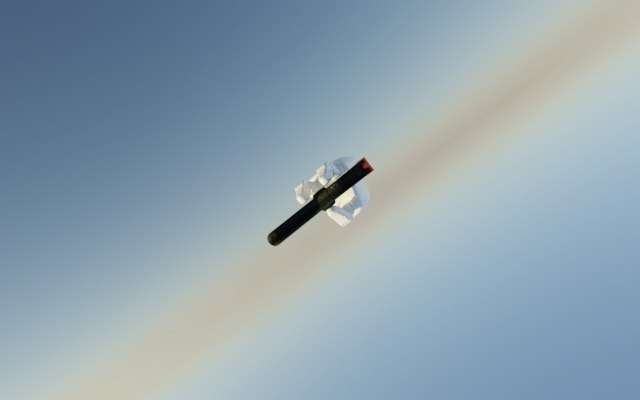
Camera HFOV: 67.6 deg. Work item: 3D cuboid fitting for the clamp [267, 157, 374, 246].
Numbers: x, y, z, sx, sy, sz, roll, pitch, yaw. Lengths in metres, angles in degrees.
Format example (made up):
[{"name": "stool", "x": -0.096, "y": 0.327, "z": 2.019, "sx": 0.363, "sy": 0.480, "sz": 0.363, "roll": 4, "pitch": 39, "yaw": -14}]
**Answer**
[{"name": "clamp", "x": 0.001, "y": 0.003, "z": 0.827, "sx": 0.210, "sy": 0.036, "sz": 0.164, "roll": -38, "pitch": 2, "yaw": 20}]
